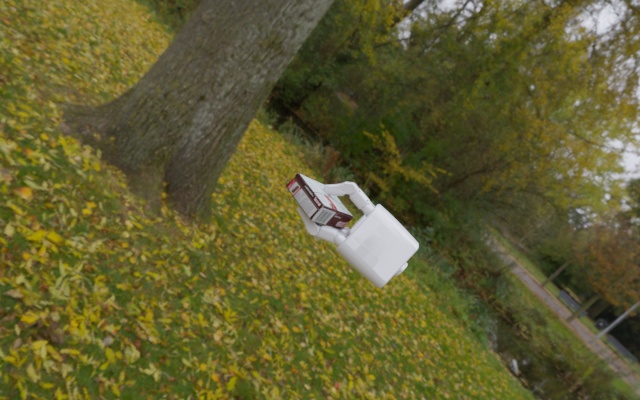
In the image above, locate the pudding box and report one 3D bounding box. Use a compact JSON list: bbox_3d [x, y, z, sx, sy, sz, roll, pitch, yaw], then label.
[{"bbox_3d":[0.000,0.003,0.873,0.090,0.039,0.113,51,15,30],"label":"pudding box"}]
